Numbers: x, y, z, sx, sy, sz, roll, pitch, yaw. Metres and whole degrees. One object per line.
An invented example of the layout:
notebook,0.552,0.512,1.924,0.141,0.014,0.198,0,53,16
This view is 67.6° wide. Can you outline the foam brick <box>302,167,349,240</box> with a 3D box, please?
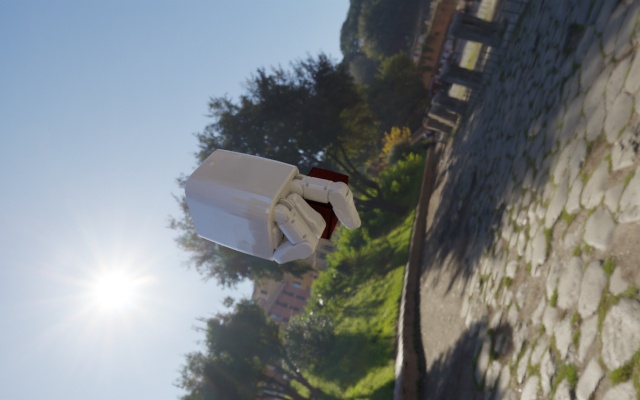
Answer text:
foam brick,0.000,0.002,0.607,0.051,0.053,0.078,14,36,11
